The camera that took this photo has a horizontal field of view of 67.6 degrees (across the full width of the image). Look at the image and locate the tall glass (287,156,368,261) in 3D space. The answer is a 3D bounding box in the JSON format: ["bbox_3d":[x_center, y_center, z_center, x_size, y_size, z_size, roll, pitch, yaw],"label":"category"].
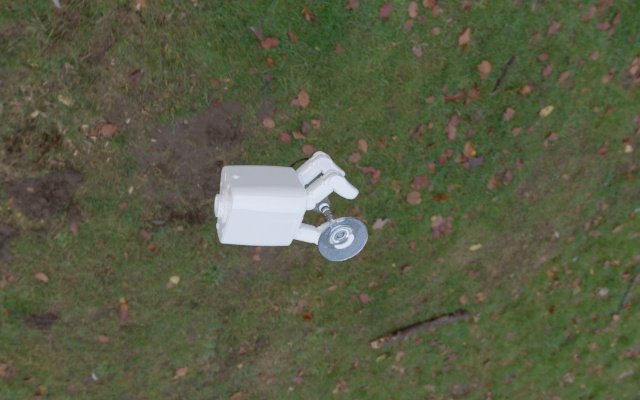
[{"bbox_3d":[0.000,0.003,0.739,0.079,0.079,0.201,0,32,-21],"label":"tall glass"}]
